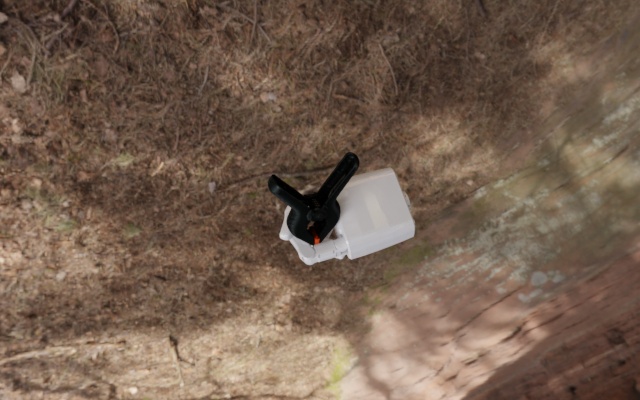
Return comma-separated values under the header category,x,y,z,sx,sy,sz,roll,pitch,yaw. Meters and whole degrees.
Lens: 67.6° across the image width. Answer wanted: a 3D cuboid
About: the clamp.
category,x,y,z,sx,sy,sz,roll,pitch,yaw
clamp,0.000,0.003,0.650,0.120,0.039,0.172,-17,-32,-4
